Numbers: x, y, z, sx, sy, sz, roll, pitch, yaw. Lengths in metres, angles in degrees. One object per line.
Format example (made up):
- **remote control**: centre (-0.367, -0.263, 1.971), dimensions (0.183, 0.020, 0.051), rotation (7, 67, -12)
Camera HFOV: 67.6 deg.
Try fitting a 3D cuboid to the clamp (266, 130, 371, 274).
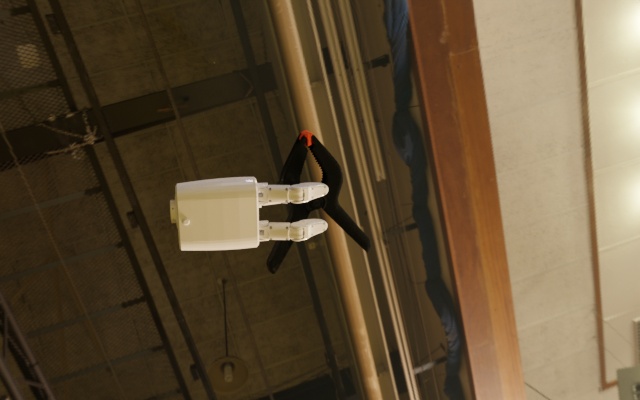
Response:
- **clamp**: centre (0.000, 0.002, 0.705), dimensions (0.164, 0.210, 0.036), rotation (-4, 17, -17)
